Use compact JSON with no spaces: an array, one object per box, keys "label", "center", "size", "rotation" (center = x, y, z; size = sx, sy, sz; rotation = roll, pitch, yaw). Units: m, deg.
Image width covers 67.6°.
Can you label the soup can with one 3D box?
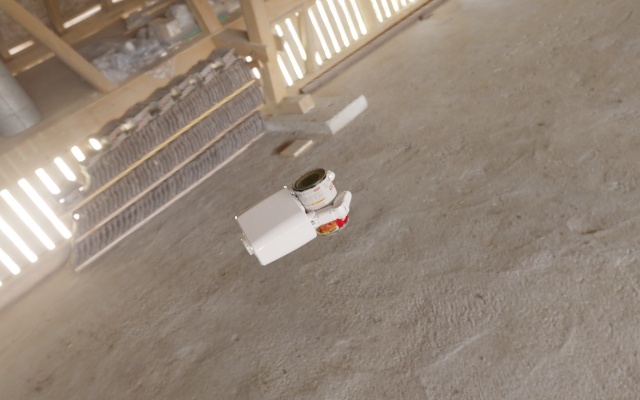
[{"label":"soup can","center":[0.000,0.002,0.842],"size":[0.068,0.102,0.068],"rotation":[-21,27,12]}]
